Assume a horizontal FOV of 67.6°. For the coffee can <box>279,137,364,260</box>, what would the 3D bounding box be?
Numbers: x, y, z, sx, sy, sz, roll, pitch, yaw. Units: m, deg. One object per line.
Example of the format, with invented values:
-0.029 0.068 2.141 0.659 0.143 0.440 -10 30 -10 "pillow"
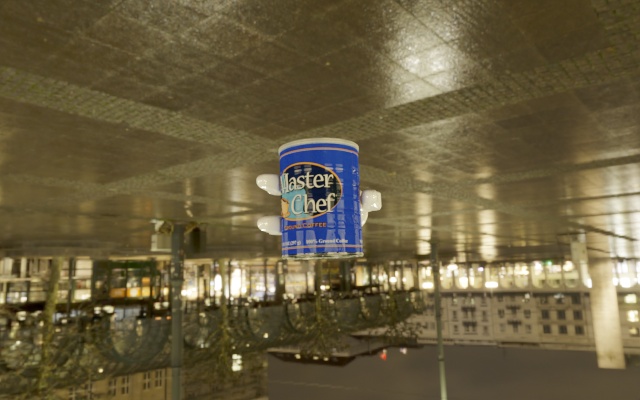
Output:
0.000 0.002 0.603 0.103 0.140 0.103 -2 -9 0 "coffee can"
